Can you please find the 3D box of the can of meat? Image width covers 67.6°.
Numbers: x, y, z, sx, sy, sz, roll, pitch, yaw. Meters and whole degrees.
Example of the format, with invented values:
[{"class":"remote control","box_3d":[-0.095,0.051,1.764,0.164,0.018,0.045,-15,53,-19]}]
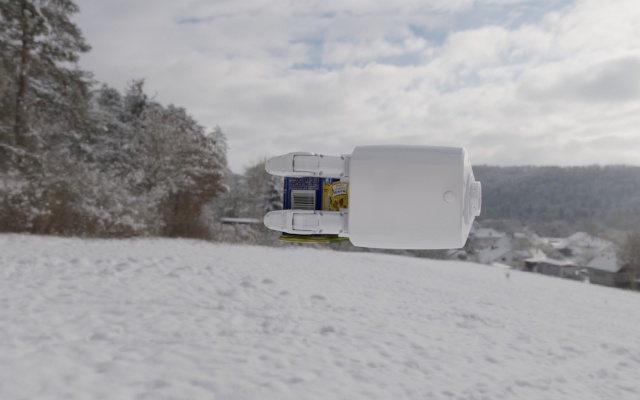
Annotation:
[{"class":"can of meat","box_3d":[0.000,0.001,0.519,0.057,0.084,0.102,2,-1,27]}]
